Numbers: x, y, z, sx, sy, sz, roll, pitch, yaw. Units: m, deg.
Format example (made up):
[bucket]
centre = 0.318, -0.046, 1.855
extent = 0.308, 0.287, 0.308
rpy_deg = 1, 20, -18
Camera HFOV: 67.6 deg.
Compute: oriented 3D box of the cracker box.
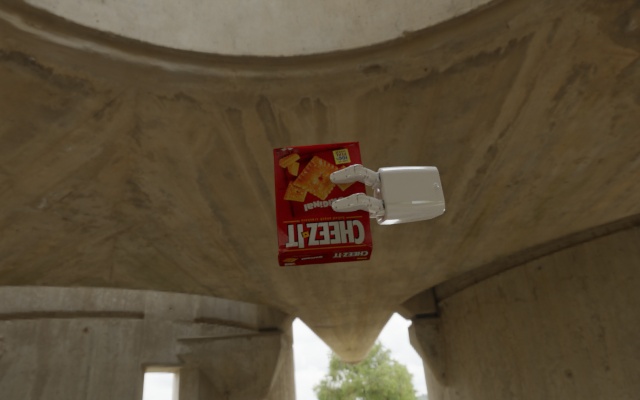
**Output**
[cracker box]
centre = 0.000, 0.003, 0.865
extent = 0.164, 0.213, 0.072
rpy_deg = -4, -25, -2
